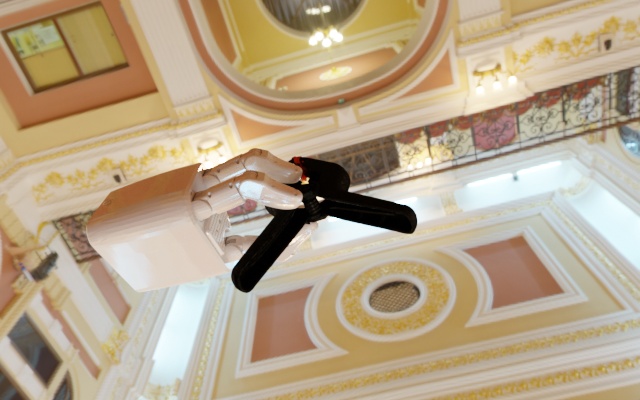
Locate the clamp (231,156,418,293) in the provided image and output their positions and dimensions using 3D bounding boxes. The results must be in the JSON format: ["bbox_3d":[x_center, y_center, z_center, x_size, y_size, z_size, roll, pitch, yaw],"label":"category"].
[{"bbox_3d":[0.000,0.002,0.478,0.164,0.036,0.210,-16,27,6],"label":"clamp"}]
